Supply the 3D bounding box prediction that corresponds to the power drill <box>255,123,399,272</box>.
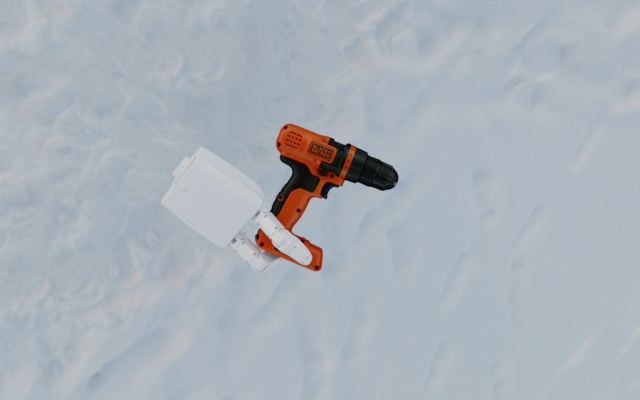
[{"bbox_3d":[0.000,0.003,0.689,0.184,0.187,0.057,22,1,0],"label":"power drill"}]
